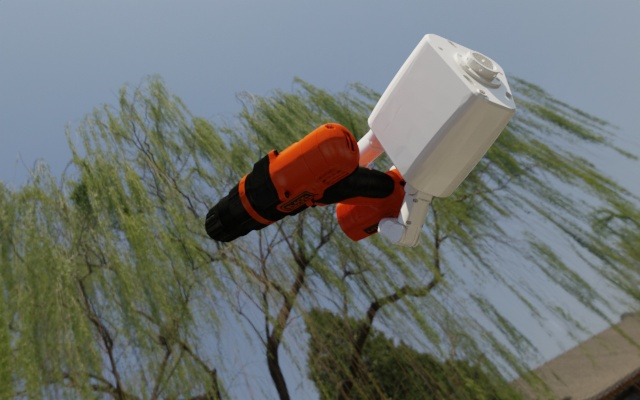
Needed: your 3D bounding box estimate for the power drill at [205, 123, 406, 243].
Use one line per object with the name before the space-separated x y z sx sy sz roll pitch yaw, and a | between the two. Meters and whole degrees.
power drill | 0.001 0.001 0.488 0.184 0.057 0.188 -29 -24 33
